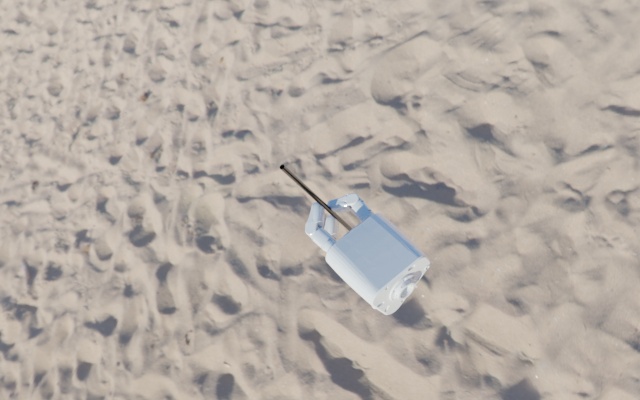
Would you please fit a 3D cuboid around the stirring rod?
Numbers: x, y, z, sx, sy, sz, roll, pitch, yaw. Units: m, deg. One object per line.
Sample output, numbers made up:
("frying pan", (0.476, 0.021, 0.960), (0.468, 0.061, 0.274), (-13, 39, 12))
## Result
("stirring rod", (0.000, 0.003, 0.759), (0.011, 0.011, 0.240), (0, -24, 29))
